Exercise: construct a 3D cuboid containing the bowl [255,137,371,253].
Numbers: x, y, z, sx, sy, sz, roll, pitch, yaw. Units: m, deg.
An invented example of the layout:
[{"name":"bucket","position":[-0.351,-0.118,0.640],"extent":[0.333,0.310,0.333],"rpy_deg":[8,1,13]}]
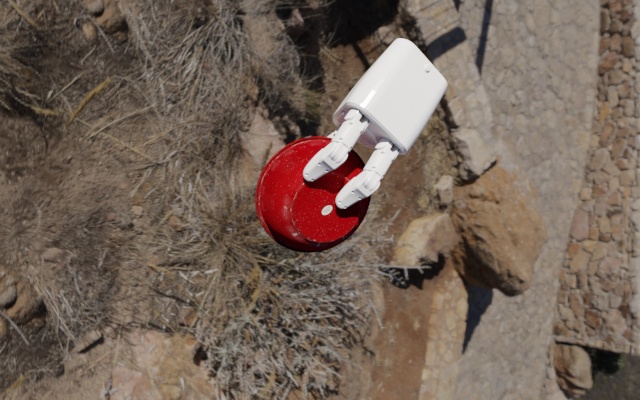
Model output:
[{"name":"bowl","position":[0.000,0.003,0.614],"extent":[0.162,0.162,0.055],"rpy_deg":[0,17,-18]}]
